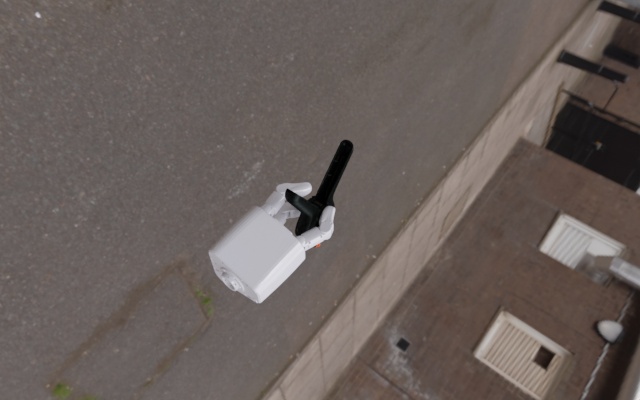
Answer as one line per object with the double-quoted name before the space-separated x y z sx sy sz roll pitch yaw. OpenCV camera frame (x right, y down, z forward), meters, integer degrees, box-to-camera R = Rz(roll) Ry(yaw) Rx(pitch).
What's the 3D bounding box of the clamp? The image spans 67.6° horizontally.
"clamp" 0.001 0.004 0.820 0.036 0.164 0.210 32 -31 21
